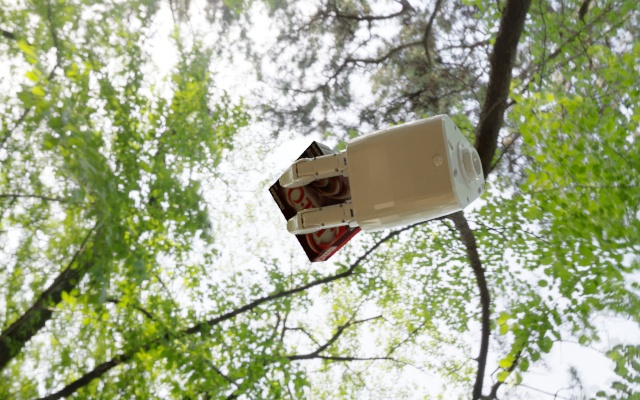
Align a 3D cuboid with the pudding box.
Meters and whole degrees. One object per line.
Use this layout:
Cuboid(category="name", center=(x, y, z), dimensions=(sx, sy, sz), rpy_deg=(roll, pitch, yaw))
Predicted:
Cuboid(category="pudding box", center=(0.000, 0.002, 0.554), dimensions=(0.090, 0.113, 0.039), rpy_deg=(-44, -28, 24))
